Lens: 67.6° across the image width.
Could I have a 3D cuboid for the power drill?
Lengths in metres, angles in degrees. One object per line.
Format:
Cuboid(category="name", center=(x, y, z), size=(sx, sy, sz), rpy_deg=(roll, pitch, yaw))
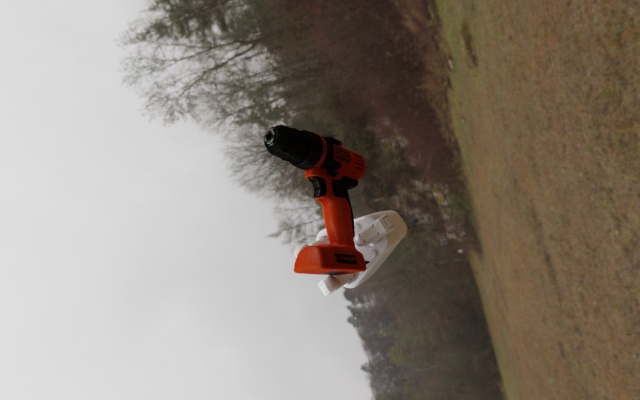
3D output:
Cuboid(category="power drill", center=(0.000, 0.003, 0.632), size=(0.057, 0.187, 0.184), rpy_deg=(-14, -19, 40))
